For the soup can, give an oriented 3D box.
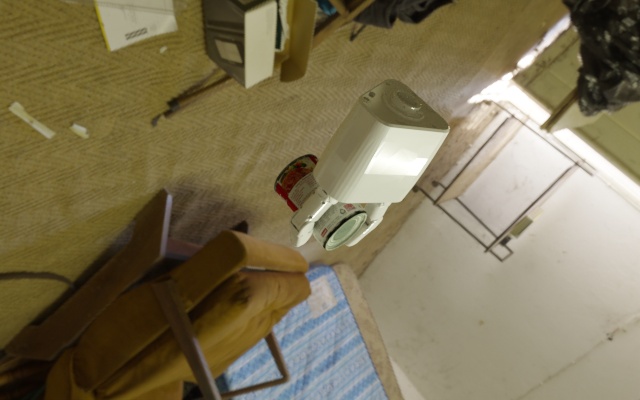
[{"bbox_3d":[0.000,0.002,0.584,0.102,0.068,0.068,48,22,21],"label":"soup can"}]
